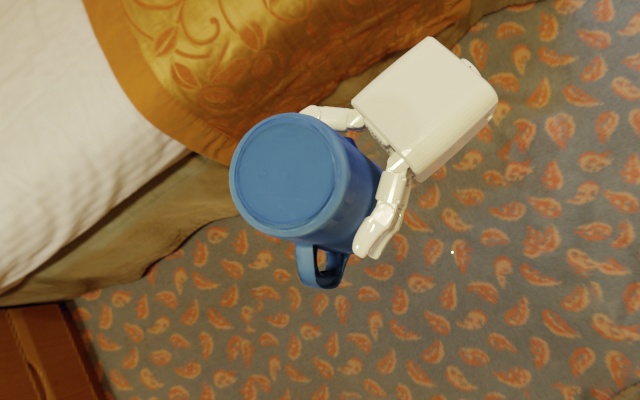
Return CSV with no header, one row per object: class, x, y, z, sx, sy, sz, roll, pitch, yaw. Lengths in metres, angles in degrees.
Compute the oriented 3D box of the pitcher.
pitcher,0.000,0.001,0.508,0.145,0.149,0.243,-40,-14,8
